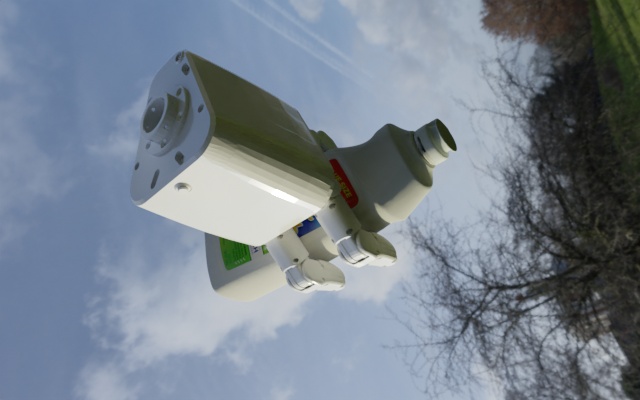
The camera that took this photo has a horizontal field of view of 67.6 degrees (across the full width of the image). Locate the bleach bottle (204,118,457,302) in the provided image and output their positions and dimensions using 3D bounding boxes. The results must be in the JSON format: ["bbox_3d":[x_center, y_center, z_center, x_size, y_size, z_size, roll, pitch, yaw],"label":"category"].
[{"bbox_3d":[0.000,0.001,0.421,0.251,0.102,0.068,-32,-36,30],"label":"bleach bottle"}]
